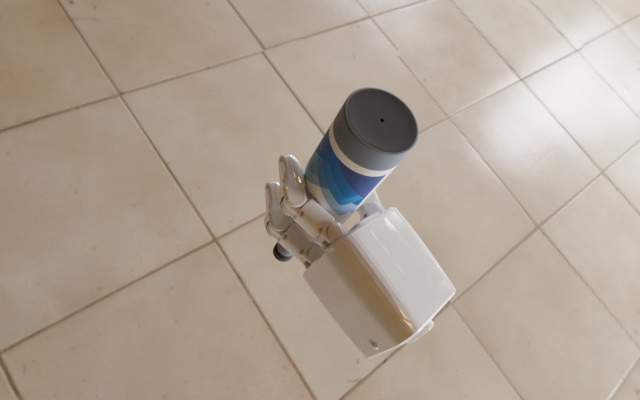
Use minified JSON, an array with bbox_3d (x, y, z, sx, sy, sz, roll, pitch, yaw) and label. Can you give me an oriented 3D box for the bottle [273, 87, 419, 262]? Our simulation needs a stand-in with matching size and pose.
[{"bbox_3d":[0.000,0.001,0.502,0.069,0.069,0.296,0,-27,-22],"label":"bottle"}]
